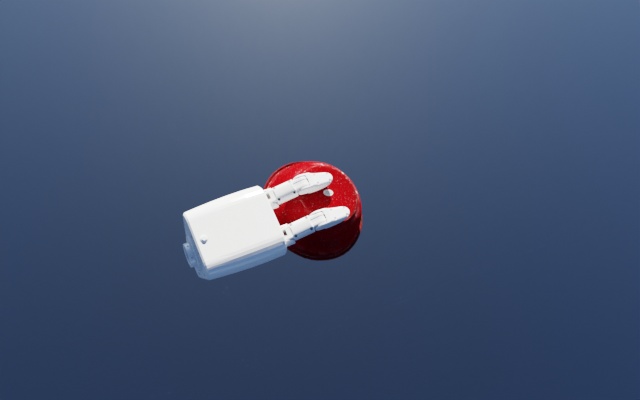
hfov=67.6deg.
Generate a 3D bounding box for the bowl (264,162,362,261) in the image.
[{"bbox_3d":[0.001,0.001,0.691,0.162,0.162,0.055,0,-25,-26],"label":"bowl"}]
